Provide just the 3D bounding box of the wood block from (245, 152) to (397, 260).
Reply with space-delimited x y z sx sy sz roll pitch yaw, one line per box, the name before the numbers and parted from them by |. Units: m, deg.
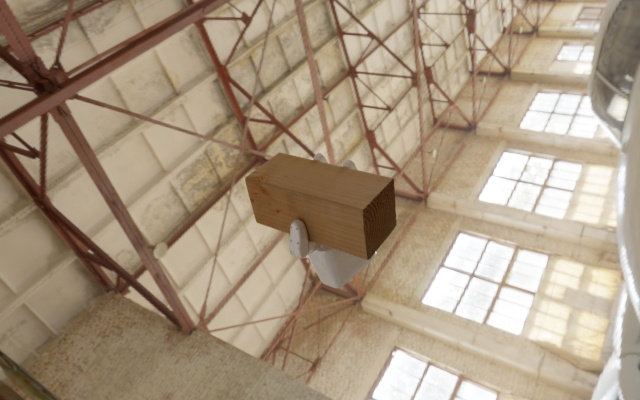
wood block | 0.000 0.003 0.717 0.206 0.090 0.090 15 41 31
